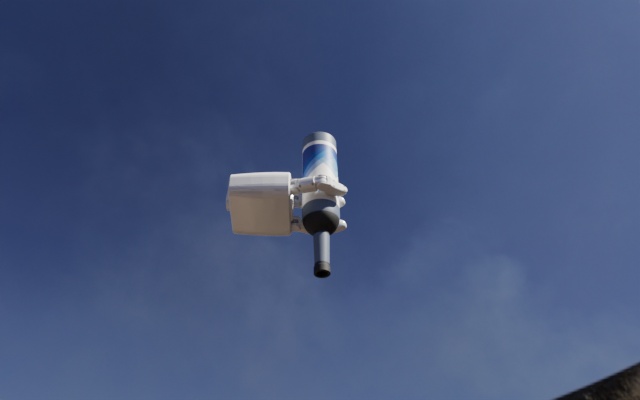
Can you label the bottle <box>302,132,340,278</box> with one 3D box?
[{"bbox_3d":[0.000,0.003,0.855,0.069,0.295,0.069,-1,-38,-1],"label":"bottle"}]
